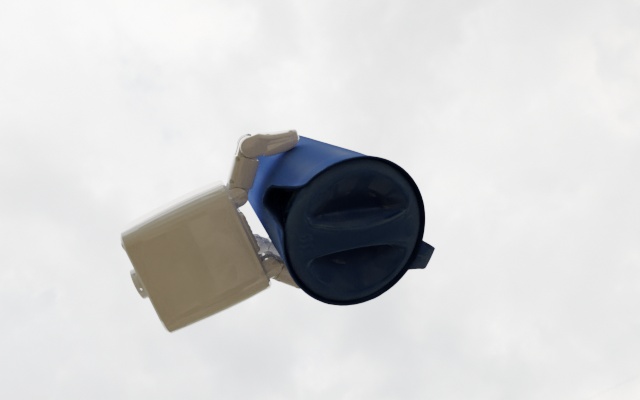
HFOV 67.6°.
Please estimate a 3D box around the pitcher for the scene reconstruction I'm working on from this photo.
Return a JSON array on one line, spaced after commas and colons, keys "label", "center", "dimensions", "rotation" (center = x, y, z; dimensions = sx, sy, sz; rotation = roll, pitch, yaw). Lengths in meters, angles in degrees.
[{"label": "pitcher", "center": [0.000, 0.002, 0.506], "dimensions": [0.145, 0.149, 0.242], "rotation": [-26, 23, -12]}]
